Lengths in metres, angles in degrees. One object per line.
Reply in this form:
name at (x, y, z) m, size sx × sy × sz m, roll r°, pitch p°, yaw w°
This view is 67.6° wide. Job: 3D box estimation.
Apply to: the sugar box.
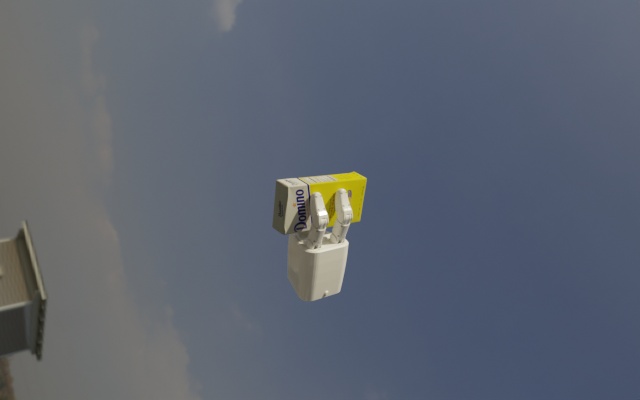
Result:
sugar box at (0.001, 0.003, 0.872) m, size 0.176 × 0.093 × 0.048 m, roll -10°, pitch 26°, yaw -37°
